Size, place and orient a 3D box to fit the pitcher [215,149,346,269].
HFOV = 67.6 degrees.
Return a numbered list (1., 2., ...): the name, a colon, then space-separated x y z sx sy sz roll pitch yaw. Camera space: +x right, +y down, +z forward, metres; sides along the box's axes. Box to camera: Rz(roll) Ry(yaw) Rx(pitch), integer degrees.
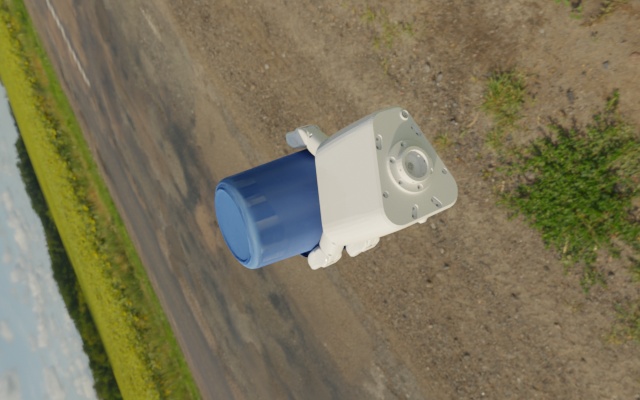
1. pitcher: 0.000 0.002 0.595 0.243 0.149 0.145 -20 0 -29
